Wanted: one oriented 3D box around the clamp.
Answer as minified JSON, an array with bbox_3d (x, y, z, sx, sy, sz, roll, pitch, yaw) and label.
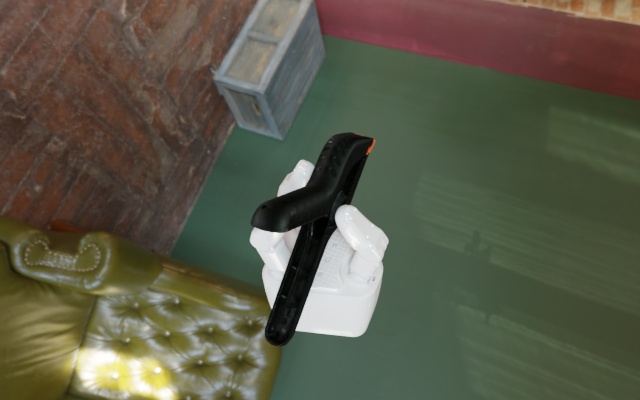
[{"bbox_3d":[0.001,0.001,0.406,0.036,0.210,0.165,19,-35,14],"label":"clamp"}]
